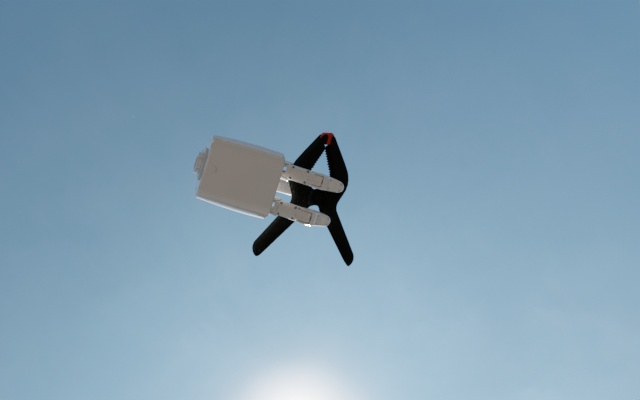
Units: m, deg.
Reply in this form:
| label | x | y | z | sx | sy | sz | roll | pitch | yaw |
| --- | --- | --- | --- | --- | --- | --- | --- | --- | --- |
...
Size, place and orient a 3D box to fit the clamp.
| label | x | y | z | sx | sy | sz | roll | pitch | yaw |
| --- | --- | --- | --- | --- | --- | --- | --- | --- | --- |
| clamp | 0.000 | 0.002 | 0.738 | 0.164 | 0.210 | 0.036 | 16 | 4 | -21 |
